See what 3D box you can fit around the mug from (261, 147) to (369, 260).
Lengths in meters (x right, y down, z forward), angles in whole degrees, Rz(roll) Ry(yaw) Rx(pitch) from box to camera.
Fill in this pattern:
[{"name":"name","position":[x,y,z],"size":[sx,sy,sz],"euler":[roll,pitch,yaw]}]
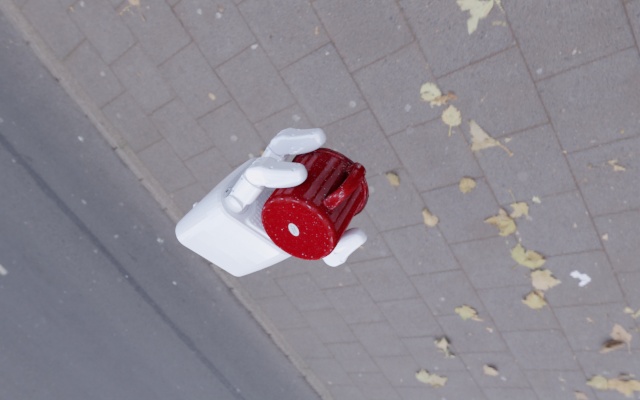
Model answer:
[{"name":"mug","position":[0.001,0.001,0.477],"size":[0.117,0.093,0.081],"euler":[-31,18,42]}]
